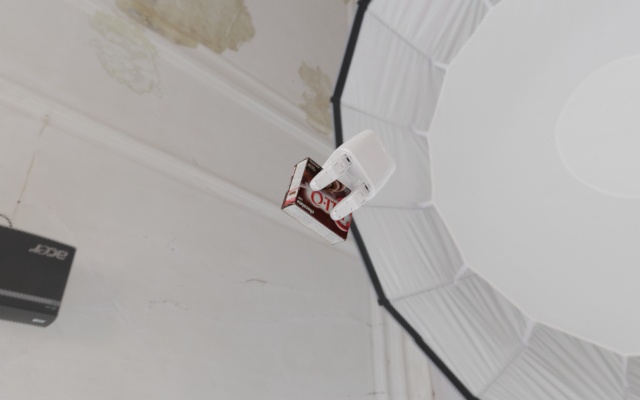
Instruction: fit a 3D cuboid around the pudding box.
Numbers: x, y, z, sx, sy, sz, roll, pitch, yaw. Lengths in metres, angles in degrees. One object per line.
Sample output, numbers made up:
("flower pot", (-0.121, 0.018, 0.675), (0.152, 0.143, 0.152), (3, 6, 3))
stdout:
("pudding box", (0.000, 0.002, 0.736), (0.113, 0.090, 0.039), (35, -40, -27))
